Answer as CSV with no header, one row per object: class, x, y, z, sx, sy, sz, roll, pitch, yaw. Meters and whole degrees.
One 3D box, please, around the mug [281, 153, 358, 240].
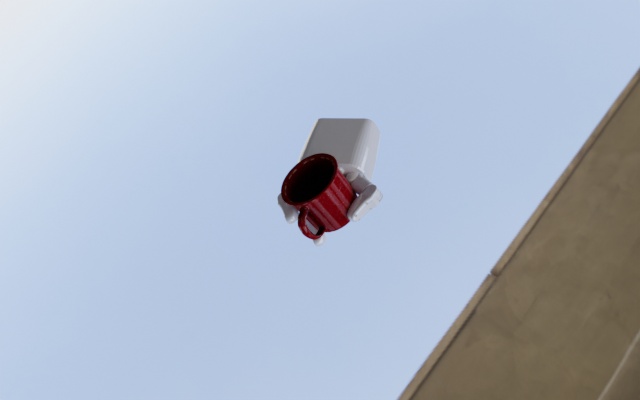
mug,0.000,0.004,0.683,0.093,0.117,0.081,-7,-40,34
